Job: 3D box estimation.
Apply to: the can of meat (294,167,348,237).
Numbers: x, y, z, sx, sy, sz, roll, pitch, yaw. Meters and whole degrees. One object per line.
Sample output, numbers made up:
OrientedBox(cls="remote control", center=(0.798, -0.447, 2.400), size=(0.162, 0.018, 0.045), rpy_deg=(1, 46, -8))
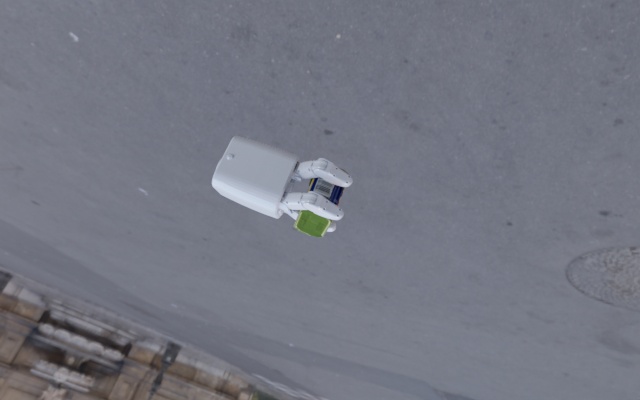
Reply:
OrientedBox(cls="can of meat", center=(0.000, 0.003, 0.751), size=(0.057, 0.084, 0.102), rpy_deg=(22, -26, -1))
